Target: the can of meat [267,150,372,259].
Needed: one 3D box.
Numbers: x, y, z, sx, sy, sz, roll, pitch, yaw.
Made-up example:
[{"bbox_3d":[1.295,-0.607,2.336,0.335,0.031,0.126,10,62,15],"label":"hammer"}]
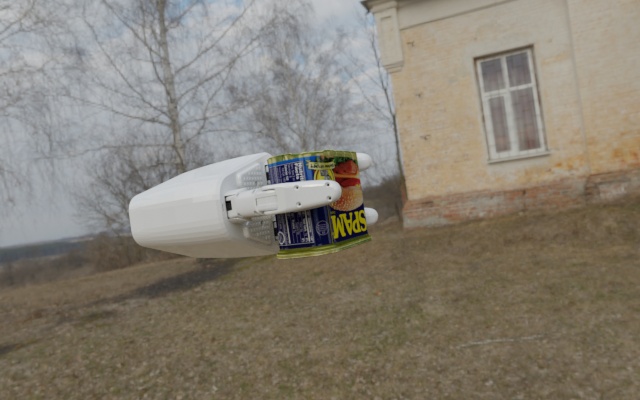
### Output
[{"bbox_3d":[0.000,0.001,0.420,0.057,0.084,0.102,-9,-1,29],"label":"can of meat"}]
